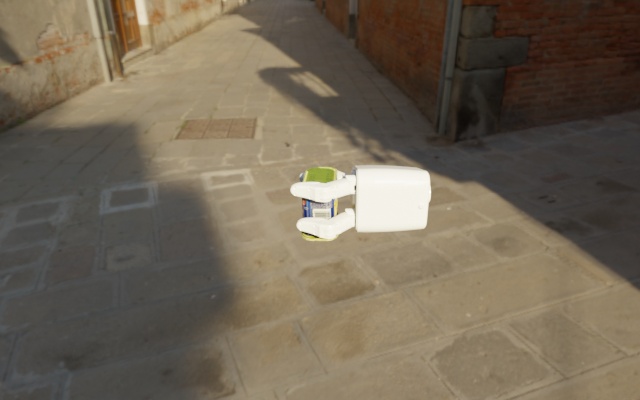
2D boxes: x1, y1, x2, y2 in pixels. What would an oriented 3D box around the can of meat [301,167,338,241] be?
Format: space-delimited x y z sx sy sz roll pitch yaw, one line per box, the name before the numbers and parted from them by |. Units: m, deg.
can of meat | 0.000 0.002 0.747 0.057 0.084 0.102 1 25 3
